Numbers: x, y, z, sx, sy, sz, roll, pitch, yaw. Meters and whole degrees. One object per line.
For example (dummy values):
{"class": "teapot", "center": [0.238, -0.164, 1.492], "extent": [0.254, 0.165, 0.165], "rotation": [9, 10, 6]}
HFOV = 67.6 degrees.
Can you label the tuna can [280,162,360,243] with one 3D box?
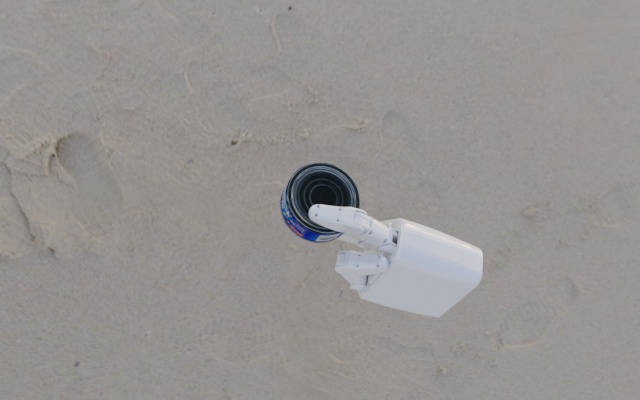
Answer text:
{"class": "tuna can", "center": [0.000, 0.002, 0.530], "extent": [0.086, 0.086, 0.034], "rotation": [0, -20, -16]}
